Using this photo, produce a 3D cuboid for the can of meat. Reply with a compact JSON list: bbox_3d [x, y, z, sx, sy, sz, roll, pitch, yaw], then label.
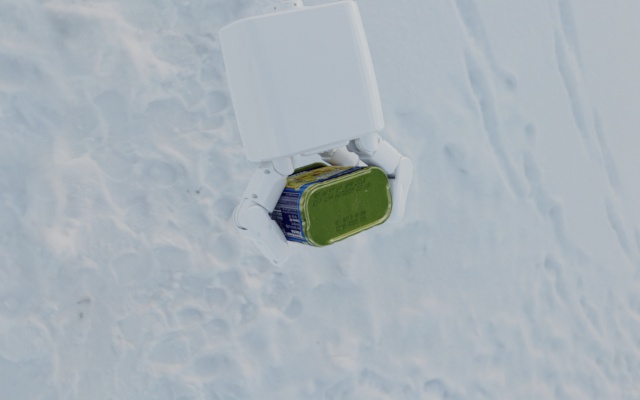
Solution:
[{"bbox_3d":[0.000,0.001,0.421,0.102,0.057,0.084,-20,15,-36],"label":"can of meat"}]
